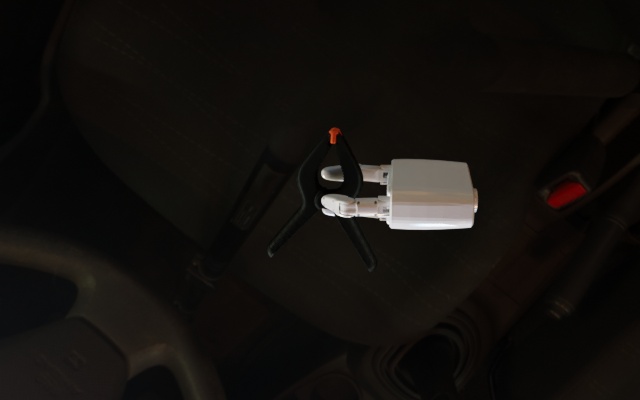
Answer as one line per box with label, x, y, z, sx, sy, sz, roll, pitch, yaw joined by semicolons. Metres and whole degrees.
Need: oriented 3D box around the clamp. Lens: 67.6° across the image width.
clamp;0.000;0.002;0.684;0.164;0.210;0.036;1;16;6
